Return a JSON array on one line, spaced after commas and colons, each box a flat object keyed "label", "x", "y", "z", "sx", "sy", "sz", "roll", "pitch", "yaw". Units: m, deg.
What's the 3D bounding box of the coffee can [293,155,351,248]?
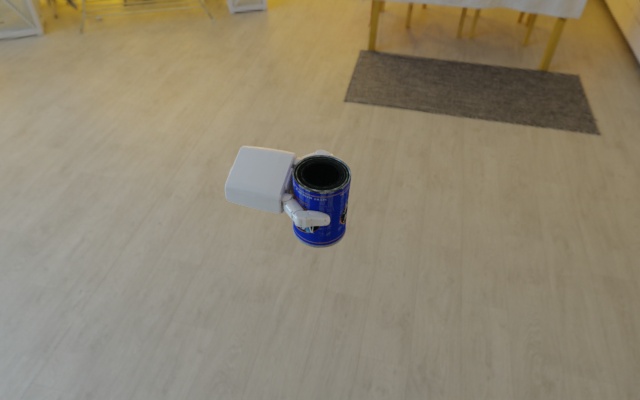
[{"label": "coffee can", "x": 0.000, "y": 0.003, "z": 0.874, "sx": 0.103, "sy": 0.140, "sz": 0.102, "roll": 1, "pitch": 43, "yaw": -1}]
